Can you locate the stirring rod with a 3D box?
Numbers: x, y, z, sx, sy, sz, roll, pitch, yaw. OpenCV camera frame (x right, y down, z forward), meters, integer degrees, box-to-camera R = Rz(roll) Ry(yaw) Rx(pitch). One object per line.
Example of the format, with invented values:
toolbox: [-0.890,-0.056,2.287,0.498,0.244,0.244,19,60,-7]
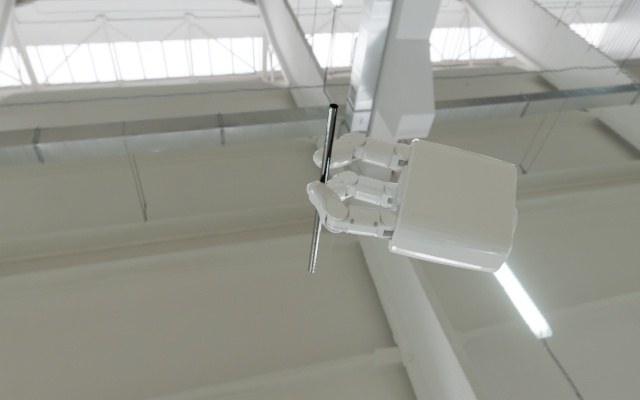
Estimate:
stirring rod: [0.000,0.002,0.502,0.011,0.011,0.240,0,-44,-8]
